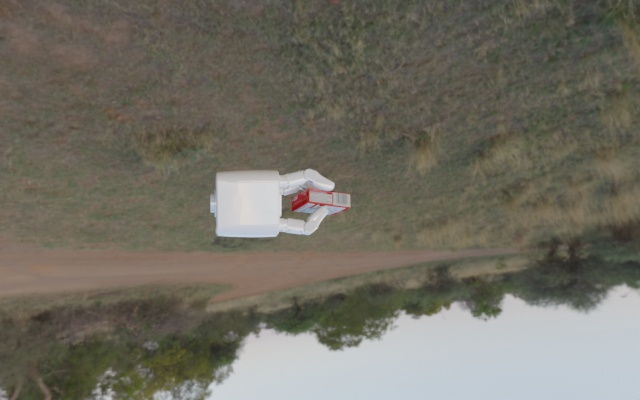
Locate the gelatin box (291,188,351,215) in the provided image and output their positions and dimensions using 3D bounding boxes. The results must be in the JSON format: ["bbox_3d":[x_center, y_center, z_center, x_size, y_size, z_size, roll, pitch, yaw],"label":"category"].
[{"bbox_3d":[0.000,0.003,0.880,0.089,0.030,0.073,8,-16,-25],"label":"gelatin box"}]
